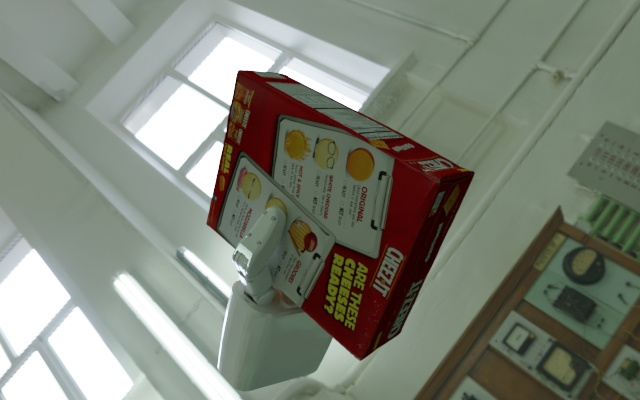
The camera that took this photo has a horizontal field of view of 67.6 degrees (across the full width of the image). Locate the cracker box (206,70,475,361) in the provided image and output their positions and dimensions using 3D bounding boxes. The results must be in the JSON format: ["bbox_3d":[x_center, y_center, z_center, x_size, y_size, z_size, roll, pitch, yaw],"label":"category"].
[{"bbox_3d":[0.000,0.001,0.418,0.213,0.164,0.072,34,30,31],"label":"cracker box"}]
